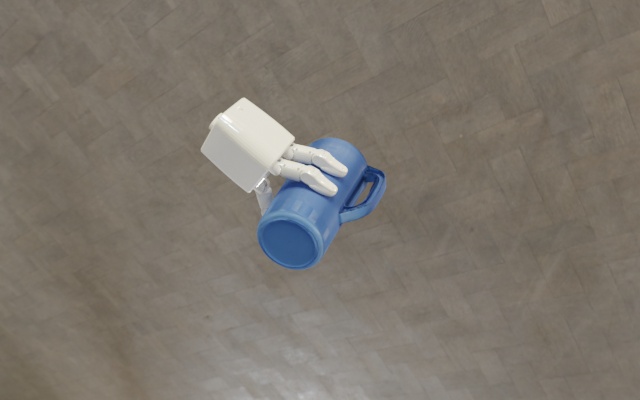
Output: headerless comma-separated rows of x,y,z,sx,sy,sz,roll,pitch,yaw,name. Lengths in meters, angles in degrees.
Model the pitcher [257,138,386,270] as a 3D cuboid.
0.000,0.002,0.792,0.149,0.145,0.242,-43,10,36,pitcher
